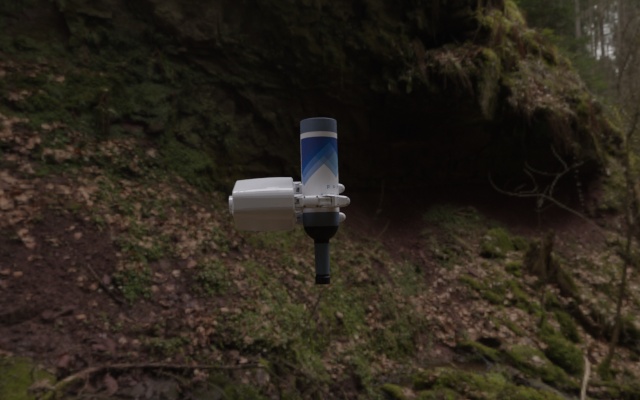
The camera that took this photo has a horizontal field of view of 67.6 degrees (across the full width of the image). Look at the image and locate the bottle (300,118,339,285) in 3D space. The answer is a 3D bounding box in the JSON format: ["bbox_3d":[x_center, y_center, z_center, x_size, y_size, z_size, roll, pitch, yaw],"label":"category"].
[{"bbox_3d":[0.000,0.003,0.866,0.069,0.295,0.069,-2,-2,0],"label":"bottle"}]
